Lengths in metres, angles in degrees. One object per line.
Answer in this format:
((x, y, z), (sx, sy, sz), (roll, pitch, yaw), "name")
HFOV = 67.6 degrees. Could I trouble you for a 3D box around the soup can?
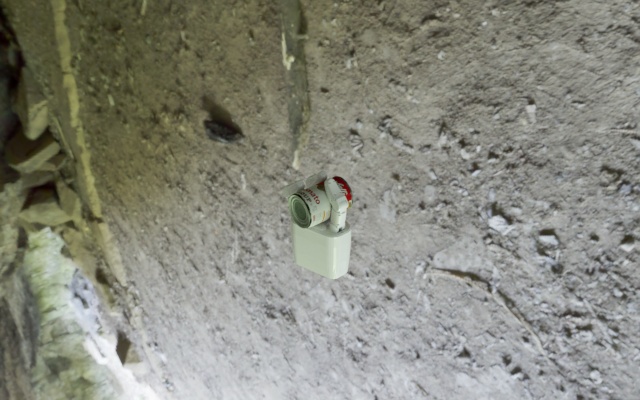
((0.000, 0.003, 0.871), (0.102, 0.068, 0.068), (-23, 13, -32), "soup can")
